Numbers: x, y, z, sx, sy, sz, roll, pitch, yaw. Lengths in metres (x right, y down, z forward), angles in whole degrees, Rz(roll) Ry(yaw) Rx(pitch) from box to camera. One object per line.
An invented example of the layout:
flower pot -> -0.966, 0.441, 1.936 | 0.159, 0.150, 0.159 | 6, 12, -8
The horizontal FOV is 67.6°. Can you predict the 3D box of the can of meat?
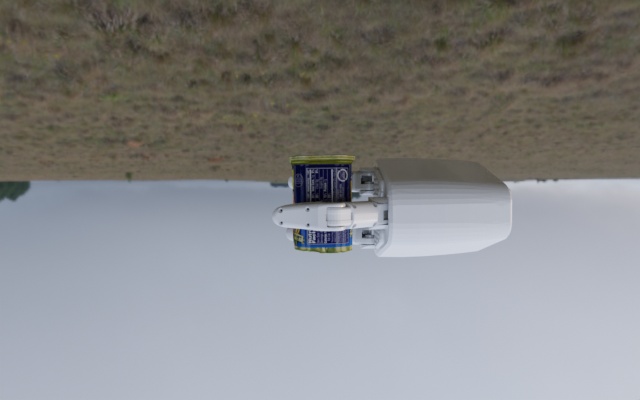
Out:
can of meat -> 0.000, 0.002, 0.450 | 0.057, 0.084, 0.102 | -1, 3, -4
